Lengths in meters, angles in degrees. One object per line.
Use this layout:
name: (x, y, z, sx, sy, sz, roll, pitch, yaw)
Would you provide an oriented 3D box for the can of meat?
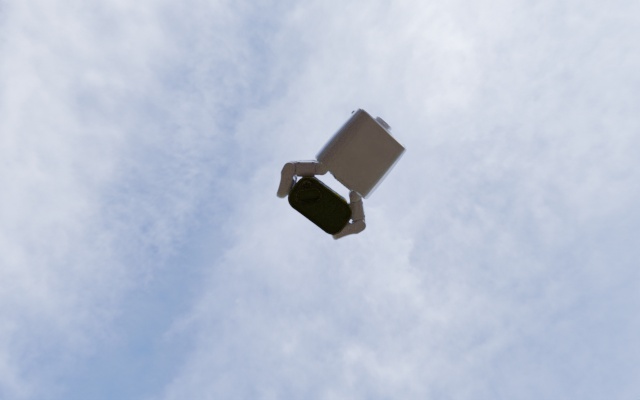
can of meat: (0.000, 0.003, 0.777, 0.102, 0.057, 0.084, 36, 7, -4)
